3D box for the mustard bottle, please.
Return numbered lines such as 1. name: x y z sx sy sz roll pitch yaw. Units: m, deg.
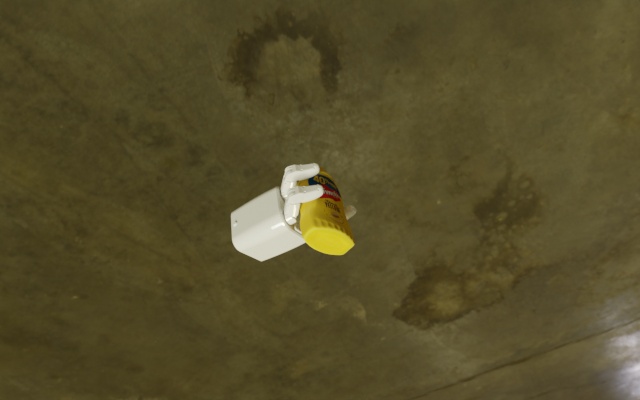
1. mustard bottle: 0.000 0.003 0.848 0.096 0.191 0.058 24 -55 -32
